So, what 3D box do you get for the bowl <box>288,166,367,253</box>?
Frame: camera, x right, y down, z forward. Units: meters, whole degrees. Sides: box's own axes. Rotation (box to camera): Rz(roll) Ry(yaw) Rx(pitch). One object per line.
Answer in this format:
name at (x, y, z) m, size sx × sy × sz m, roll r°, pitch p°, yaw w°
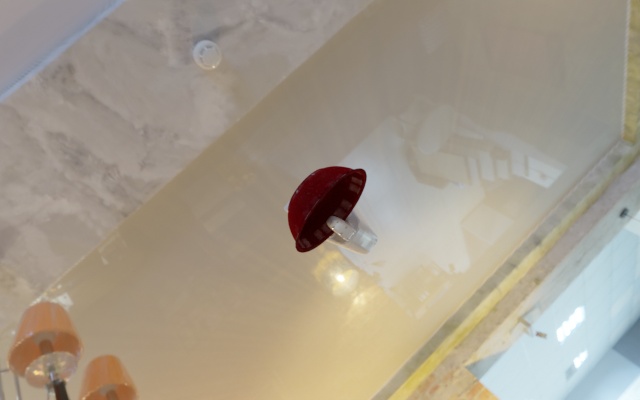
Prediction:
bowl at (0.000, 0.002, 0.743) m, size 0.055 × 0.162 × 0.162 m, roll 39°, pitch 15°, yaw 19°
